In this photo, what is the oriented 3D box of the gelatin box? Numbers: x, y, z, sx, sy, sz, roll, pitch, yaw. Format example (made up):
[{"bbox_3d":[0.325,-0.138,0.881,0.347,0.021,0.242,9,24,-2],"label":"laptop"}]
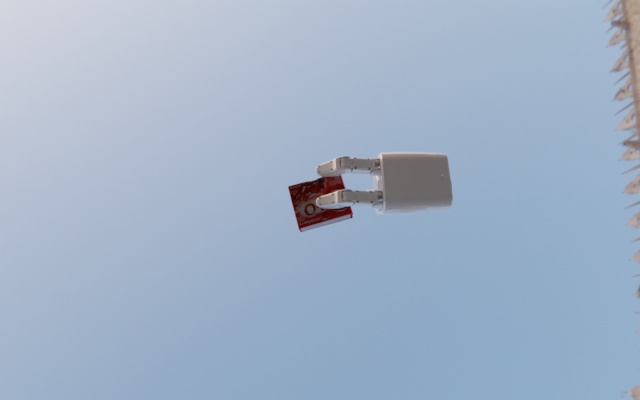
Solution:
[{"bbox_3d":[0.000,0.003,0.759,0.089,0.073,0.030,-15,-18,0],"label":"gelatin box"}]
